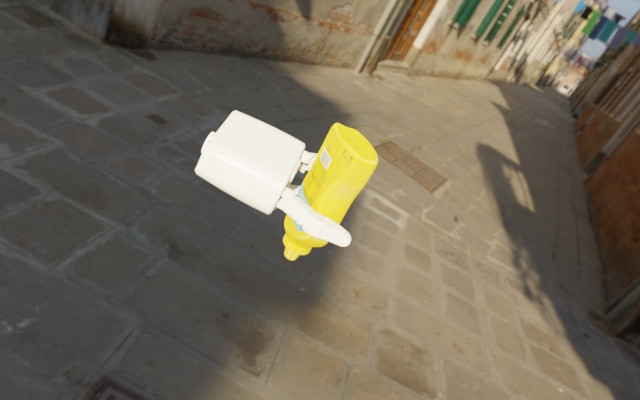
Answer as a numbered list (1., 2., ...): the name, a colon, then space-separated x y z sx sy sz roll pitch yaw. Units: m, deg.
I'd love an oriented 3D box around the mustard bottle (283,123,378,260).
1. mustard bottle: 0.001 0.002 0.619 0.058 0.192 0.096 16 28 -28
